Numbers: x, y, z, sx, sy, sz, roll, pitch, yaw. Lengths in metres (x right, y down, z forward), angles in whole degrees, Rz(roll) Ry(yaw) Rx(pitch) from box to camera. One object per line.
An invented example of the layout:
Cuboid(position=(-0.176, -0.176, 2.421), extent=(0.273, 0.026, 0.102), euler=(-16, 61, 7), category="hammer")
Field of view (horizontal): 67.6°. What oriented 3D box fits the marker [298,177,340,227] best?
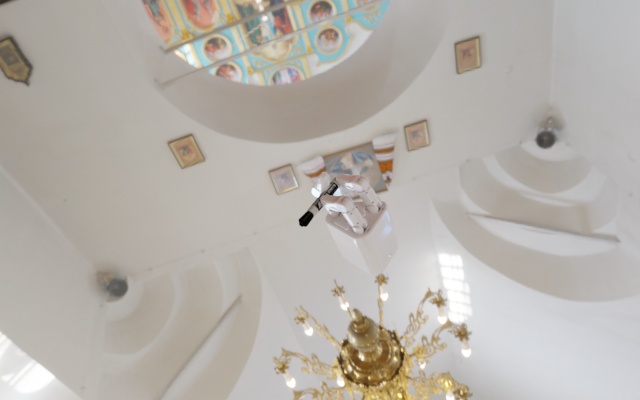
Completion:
Cuboid(position=(0.000, 0.003, 0.840), extent=(0.020, 0.020, 0.121), euler=(0, 41, 46), category="marker")
